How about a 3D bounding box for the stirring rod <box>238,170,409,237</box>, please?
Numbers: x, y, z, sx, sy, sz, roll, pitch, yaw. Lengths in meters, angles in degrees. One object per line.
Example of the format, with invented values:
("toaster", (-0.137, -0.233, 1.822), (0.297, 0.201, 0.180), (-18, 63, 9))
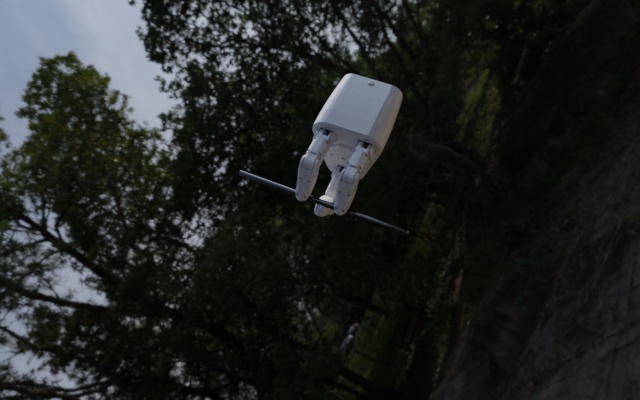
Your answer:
("stirring rod", (0.000, 0.002, 0.628), (0.239, 0.011, 0.011), (20, 4, 12))
